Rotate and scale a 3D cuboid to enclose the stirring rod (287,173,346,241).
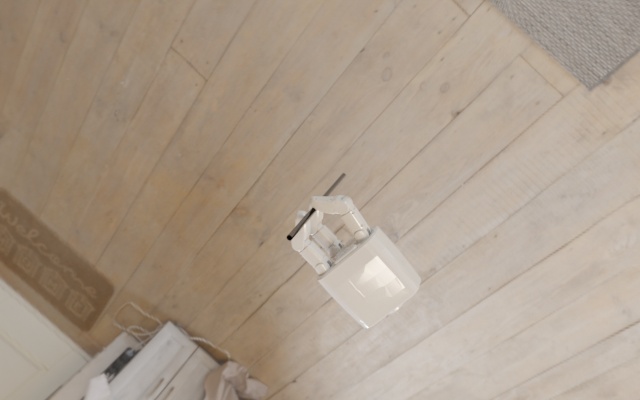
[{"bbox_3d":[0.000,0.002,0.718,0.011,0.011,0.239,0,22,21],"label":"stirring rod"}]
